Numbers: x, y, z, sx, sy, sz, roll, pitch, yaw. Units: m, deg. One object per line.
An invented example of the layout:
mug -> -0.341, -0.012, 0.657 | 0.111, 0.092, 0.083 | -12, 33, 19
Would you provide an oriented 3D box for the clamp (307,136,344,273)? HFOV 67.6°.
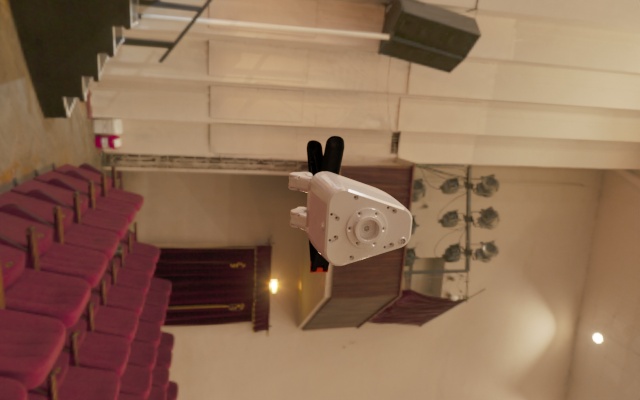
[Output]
clamp -> 0.001, 0.003, 0.723 | 0.036, 0.210, 0.164 | 1, 12, -11
